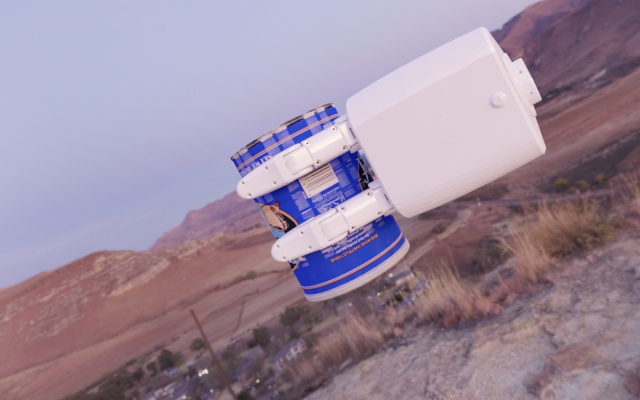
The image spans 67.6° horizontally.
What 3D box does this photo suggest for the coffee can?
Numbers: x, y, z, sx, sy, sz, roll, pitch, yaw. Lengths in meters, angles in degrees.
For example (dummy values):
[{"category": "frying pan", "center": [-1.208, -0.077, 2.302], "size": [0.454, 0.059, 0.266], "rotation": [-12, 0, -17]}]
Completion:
[{"category": "coffee can", "center": [0.000, 0.002, 0.419], "size": [0.103, 0.140, 0.103], "rotation": [-28, 4, 2]}]
